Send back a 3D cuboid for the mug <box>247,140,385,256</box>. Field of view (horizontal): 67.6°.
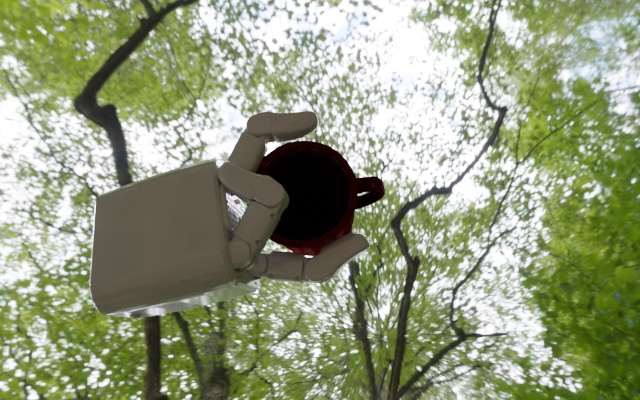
[{"bbox_3d":[0.001,0.001,0.431,0.117,0.093,0.081,-15,-17,2],"label":"mug"}]
